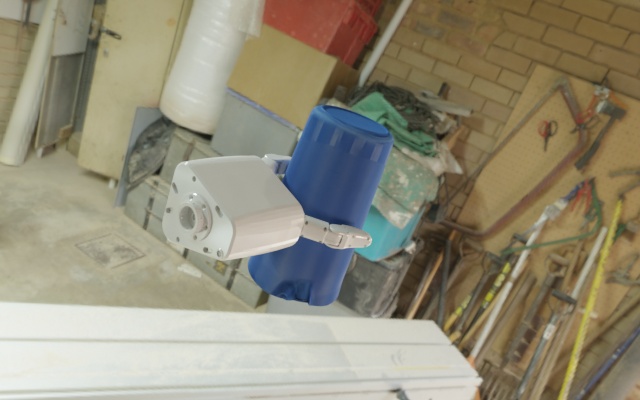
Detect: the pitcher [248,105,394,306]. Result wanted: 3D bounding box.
[{"bbox_3d":[0.000,0.002,0.631,0.149,0.243,0.145,34,24,30],"label":"pitcher"}]
